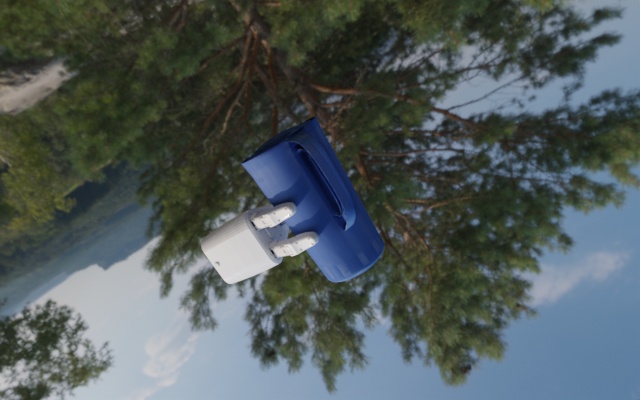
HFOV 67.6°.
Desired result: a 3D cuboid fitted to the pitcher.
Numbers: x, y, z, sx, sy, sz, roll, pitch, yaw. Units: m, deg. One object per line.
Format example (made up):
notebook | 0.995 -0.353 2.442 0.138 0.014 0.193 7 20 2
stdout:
pitcher | 0.000 0.002 0.734 0.145 0.243 0.149 -28 12 23
